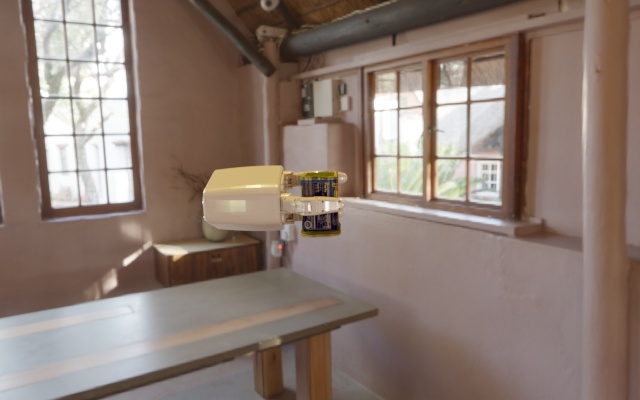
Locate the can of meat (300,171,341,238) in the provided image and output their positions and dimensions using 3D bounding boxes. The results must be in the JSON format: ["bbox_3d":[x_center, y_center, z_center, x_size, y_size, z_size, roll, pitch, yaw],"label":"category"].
[{"bbox_3d":[0.000,0.002,0.693,0.057,0.084,0.102,-1,7,3],"label":"can of meat"}]
